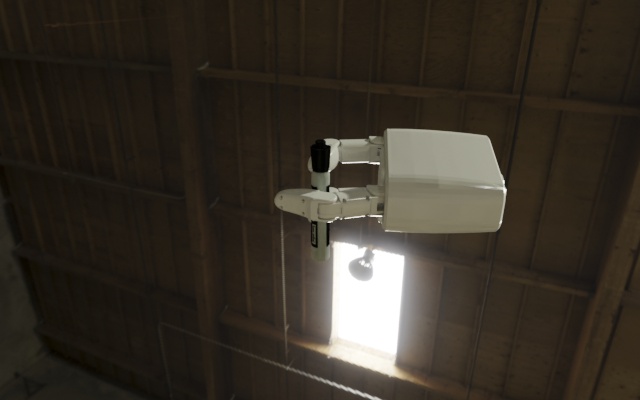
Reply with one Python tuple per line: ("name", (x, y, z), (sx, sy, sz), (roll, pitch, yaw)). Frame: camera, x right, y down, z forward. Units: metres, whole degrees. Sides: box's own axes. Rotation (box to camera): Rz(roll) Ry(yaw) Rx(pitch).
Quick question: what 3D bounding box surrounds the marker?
("marker", (0.000, 0.001, 0.452), (0.020, 0.121, 0.020), (0, 24, 0))
